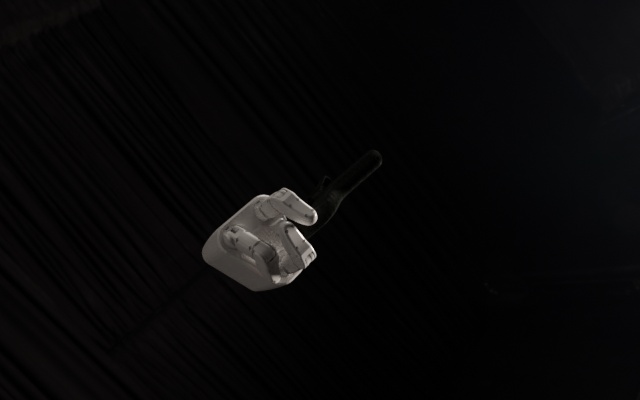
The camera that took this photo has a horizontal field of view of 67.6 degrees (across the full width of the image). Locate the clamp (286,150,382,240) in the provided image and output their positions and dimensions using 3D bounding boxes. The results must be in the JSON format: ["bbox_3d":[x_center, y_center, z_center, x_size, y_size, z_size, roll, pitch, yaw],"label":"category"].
[{"bbox_3d":[0.000,0.003,0.625,0.171,0.039,0.120,-43,5,-30],"label":"clamp"}]
